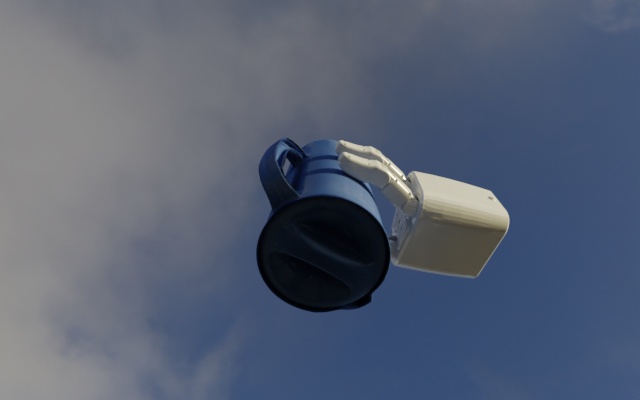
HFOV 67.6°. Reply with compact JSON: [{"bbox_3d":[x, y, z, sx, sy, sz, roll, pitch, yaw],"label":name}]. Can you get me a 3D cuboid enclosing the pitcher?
[{"bbox_3d":[0.000,0.002,0.569,0.145,0.149,0.242,10,24,-4],"label":"pitcher"}]
